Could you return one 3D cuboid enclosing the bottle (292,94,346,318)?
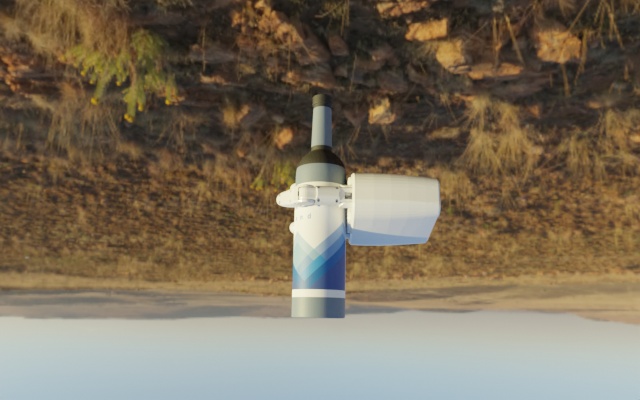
[{"bbox_3d":[0.000,0.002,0.625,0.069,0.295,0.069,1,-13,0],"label":"bottle"}]
